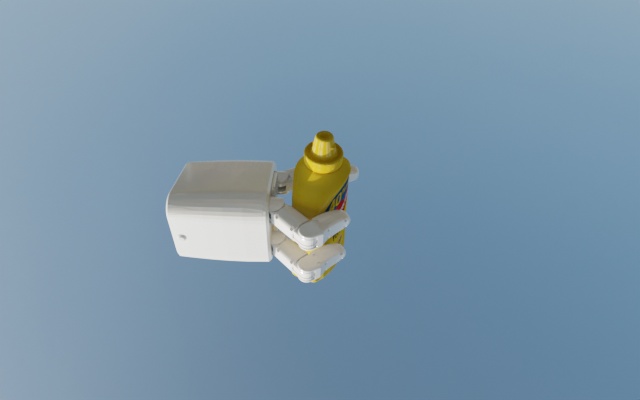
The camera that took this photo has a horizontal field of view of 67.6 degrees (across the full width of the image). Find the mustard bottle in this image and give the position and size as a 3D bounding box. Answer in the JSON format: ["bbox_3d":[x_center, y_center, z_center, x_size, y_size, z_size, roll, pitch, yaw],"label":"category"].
[{"bbox_3d":[0.000,0.002,0.542,0.058,0.192,0.096,20,48,16],"label":"mustard bottle"}]
